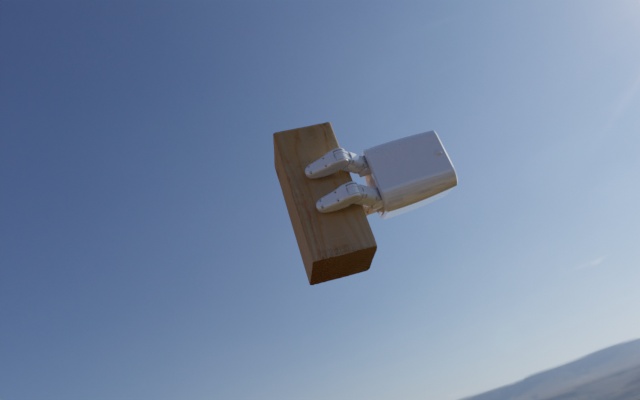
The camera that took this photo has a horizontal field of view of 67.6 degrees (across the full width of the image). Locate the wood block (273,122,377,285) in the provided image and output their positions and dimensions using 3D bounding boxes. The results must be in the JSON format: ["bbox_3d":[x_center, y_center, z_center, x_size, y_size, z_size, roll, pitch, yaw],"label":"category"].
[{"bbox_3d":[0.000,0.002,0.683,0.090,0.206,0.091,-13,-28,-10],"label":"wood block"}]
